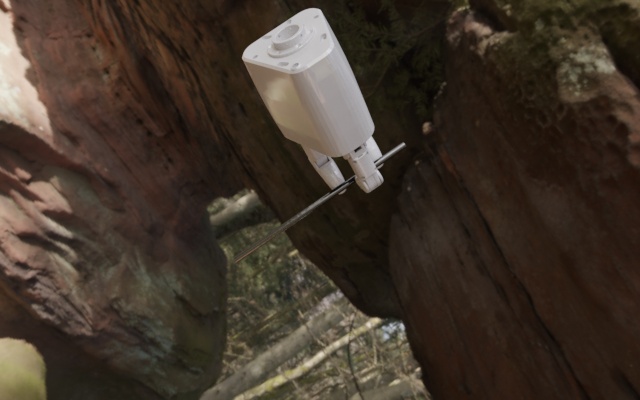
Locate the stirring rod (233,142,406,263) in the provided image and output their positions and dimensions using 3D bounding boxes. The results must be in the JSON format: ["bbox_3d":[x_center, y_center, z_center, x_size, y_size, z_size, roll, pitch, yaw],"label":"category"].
[{"bbox_3d":[0.000,0.002,0.559,0.239,0.011,0.011,-34,2,-3],"label":"stirring rod"}]
